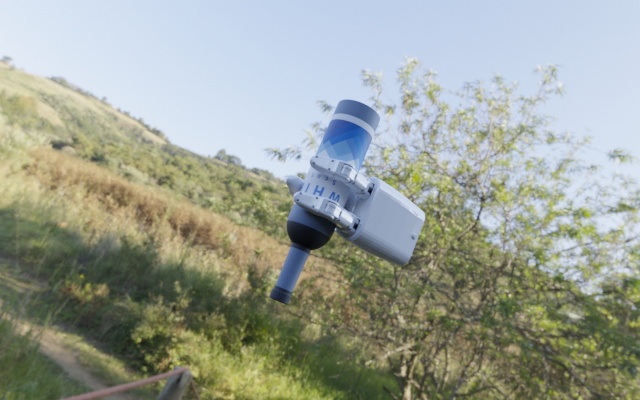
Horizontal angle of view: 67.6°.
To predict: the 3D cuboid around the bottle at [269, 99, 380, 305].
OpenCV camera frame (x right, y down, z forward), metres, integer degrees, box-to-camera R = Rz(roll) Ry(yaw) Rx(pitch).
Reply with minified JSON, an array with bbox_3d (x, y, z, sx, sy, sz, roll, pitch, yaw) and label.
[{"bbox_3d":[0.000,0.002,0.668,0.069,0.295,0.069,22,-12,5],"label":"bottle"}]
